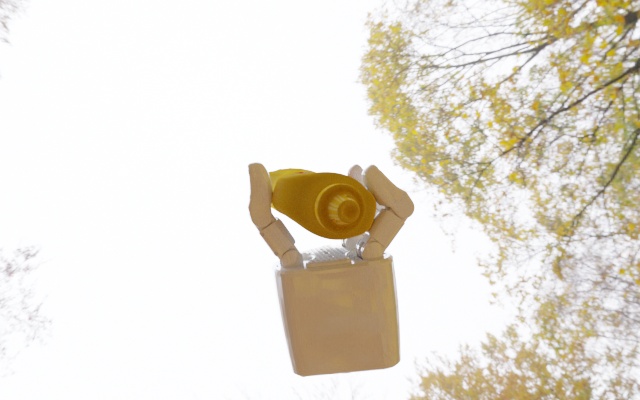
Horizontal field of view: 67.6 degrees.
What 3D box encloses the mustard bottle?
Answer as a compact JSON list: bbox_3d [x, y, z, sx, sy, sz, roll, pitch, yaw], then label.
[{"bbox_3d":[0.000,0.001,0.458,0.096,0.058,0.191,16,1,-14],"label":"mustard bottle"}]
